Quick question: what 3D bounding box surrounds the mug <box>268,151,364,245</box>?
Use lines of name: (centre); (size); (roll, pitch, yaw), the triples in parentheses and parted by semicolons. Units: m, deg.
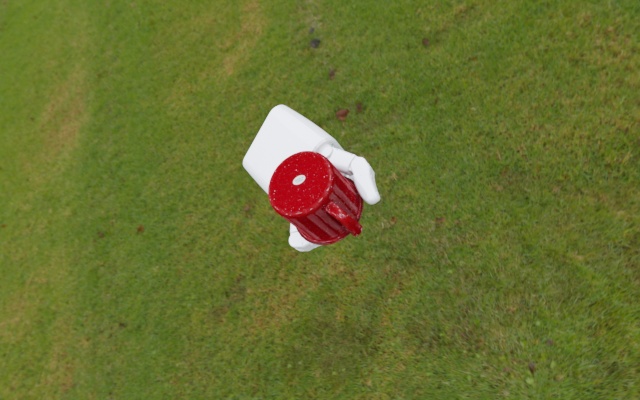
mug: (0.001, 0.003, 0.543); (0.117, 0.093, 0.081); (41, -1, 34)
